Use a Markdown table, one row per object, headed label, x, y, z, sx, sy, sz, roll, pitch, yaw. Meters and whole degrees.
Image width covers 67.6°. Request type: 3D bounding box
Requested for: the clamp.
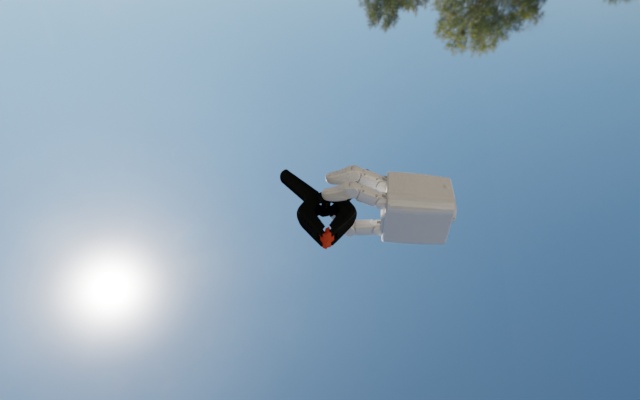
| label | x | y | z | sx | sy | sz | roll | pitch | yaw |
| --- | --- | --- | --- | --- | --- | --- | --- | --- | --- |
| clamp | 0.000 | 0.004 | 0.786 | 0.164 | 0.036 | 0.209 | 3 | 33 | 7 |
